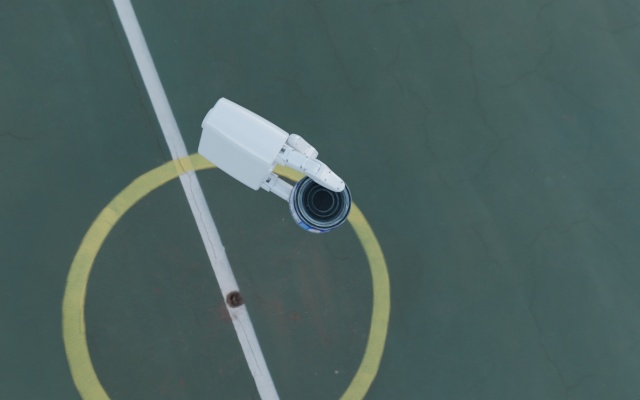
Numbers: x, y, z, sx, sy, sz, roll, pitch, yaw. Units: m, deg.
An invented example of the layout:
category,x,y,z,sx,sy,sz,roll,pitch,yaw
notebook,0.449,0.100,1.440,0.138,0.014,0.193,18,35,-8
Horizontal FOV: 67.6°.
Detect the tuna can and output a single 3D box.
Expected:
category,x,y,z,sx,sy,sz,roll,pitch,yaw
tuna can,0.000,0.002,0.674,0.086,0.086,0.034,0,-9,-16
